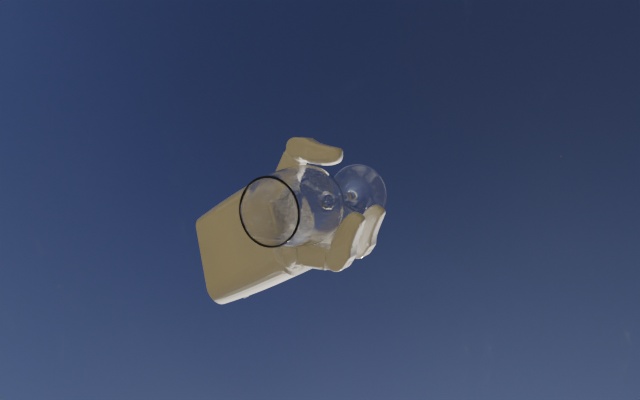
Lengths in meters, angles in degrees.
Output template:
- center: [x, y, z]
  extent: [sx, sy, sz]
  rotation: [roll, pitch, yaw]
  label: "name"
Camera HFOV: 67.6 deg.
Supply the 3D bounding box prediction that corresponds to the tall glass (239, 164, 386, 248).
- center: [0.000, 0.001, 0.493]
  extent: [0.079, 0.079, 0.201]
  rotation: [0, 5, 27]
  label: "tall glass"
